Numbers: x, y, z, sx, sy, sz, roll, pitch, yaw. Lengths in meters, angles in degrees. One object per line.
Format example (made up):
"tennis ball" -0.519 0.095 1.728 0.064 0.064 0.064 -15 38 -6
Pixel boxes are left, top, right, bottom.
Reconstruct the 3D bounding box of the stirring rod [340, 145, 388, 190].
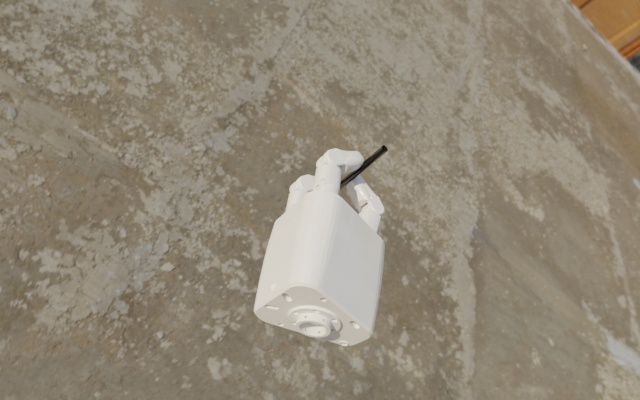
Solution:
"stirring rod" 0.000 0.002 0.586 0.011 0.011 0.240 0 -28 -40
